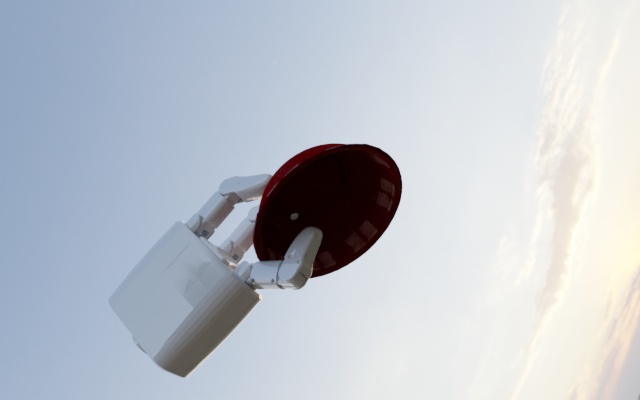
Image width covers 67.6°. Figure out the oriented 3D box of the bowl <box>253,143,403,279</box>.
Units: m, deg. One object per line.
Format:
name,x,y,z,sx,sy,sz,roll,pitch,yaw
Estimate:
bowl,0.001,0.001,0.477,0.162,0.162,0.055,0,35,-33
